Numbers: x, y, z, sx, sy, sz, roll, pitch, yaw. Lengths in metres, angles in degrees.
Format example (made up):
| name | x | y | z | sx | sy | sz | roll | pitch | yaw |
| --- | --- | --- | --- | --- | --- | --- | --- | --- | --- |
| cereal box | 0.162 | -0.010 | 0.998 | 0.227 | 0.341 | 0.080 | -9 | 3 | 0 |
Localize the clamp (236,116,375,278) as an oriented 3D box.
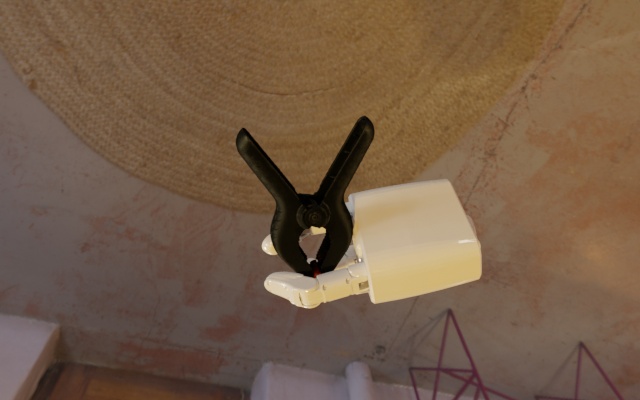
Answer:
| name | x | y | z | sx | sy | sz | roll | pitch | yaw |
| --- | --- | --- | --- | --- | --- | --- | --- | --- | --- |
| clamp | 0.000 | 0.002 | 0.443 | 0.120 | 0.172 | 0.039 | -12 | 29 | 0 |
